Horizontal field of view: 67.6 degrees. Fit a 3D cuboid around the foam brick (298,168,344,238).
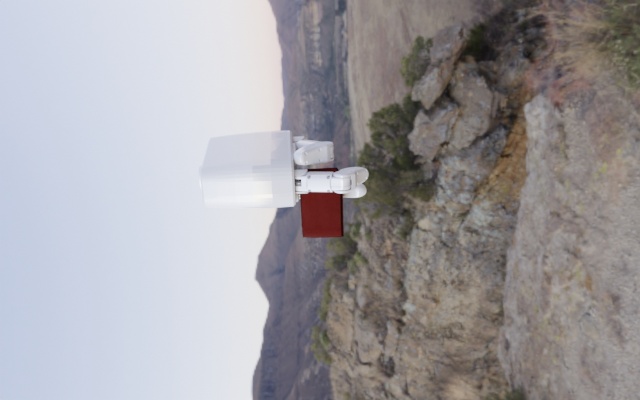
[{"bbox_3d":[0.000,0.002,0.598,0.051,0.078,0.053,-4,17,-4],"label":"foam brick"}]
